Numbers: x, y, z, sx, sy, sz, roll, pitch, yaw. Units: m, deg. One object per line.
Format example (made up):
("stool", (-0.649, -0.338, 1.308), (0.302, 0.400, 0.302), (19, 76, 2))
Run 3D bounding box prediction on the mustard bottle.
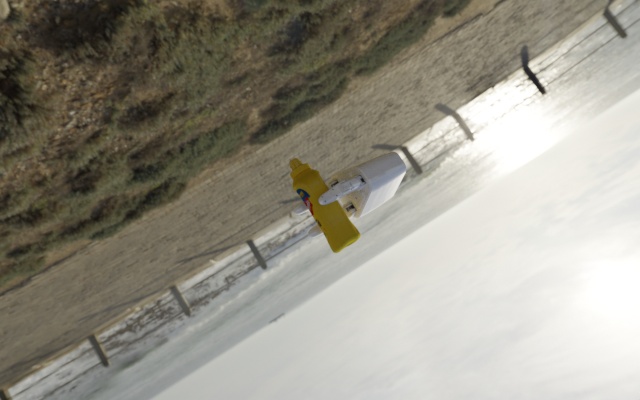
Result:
("mustard bottle", (0.000, 0.003, 0.888), (0.058, 0.191, 0.096), (-31, -9, -9))
